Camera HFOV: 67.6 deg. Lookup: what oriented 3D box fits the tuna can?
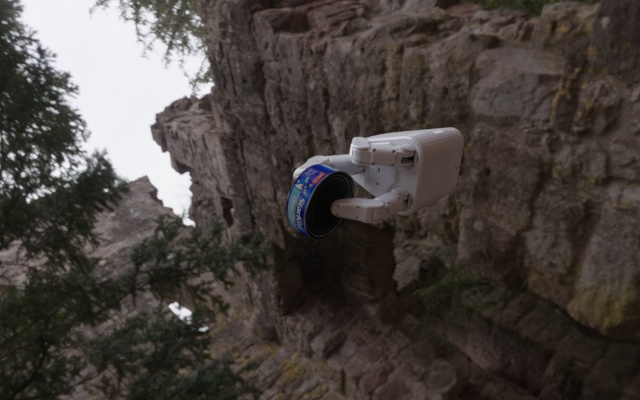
[{"bbox_3d":[0.000,0.002,0.553,0.033,0.086,0.086,25,15,35],"label":"tuna can"}]
